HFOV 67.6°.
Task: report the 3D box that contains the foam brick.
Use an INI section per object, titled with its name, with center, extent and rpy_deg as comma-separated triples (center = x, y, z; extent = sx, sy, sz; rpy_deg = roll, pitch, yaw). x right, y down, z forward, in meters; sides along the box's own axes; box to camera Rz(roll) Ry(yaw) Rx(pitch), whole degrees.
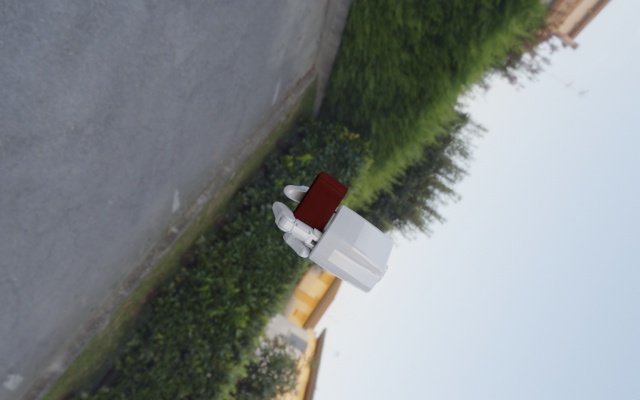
[foam brick]
center = 0.000, 0.002, 0.732
extent = 0.051, 0.078, 0.053
rpy_deg = 34, 16, 1
